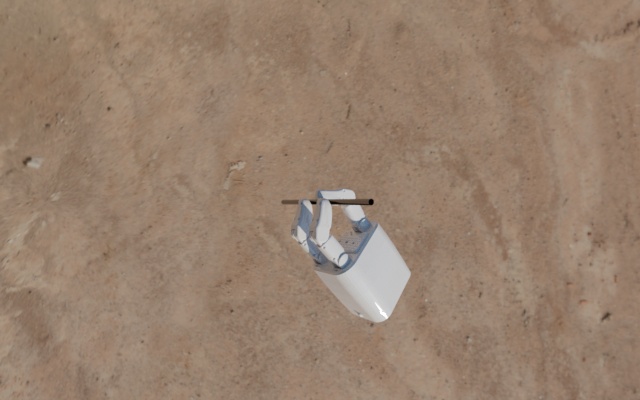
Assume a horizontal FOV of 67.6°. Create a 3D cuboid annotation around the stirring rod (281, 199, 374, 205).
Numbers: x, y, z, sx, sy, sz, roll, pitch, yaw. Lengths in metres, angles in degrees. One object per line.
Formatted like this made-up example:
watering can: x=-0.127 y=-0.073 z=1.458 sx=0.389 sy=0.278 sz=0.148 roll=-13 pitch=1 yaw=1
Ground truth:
stirring rod: x=0.000 y=0.002 z=0.670 sx=0.011 sy=0.011 sz=0.239 roll=0 pitch=0 yaw=-30
